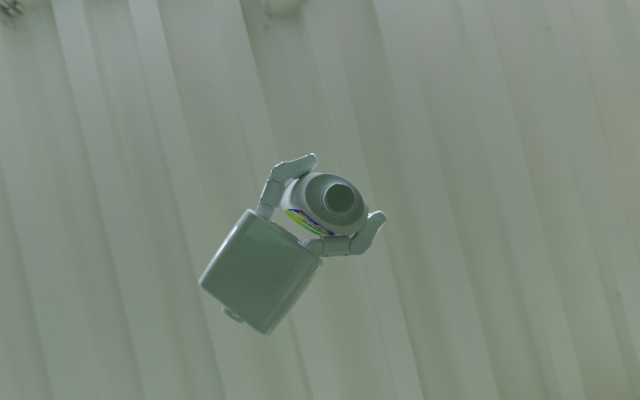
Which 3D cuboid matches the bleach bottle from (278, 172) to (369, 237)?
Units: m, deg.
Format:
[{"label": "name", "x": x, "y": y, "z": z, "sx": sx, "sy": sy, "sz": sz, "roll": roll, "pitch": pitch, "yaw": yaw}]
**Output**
[{"label": "bleach bottle", "x": 0.000, "y": 0.002, "z": 0.584, "sx": 0.102, "sy": 0.068, "sz": 0.251, "roll": 34, "pitch": -7, "yaw": -2}]
